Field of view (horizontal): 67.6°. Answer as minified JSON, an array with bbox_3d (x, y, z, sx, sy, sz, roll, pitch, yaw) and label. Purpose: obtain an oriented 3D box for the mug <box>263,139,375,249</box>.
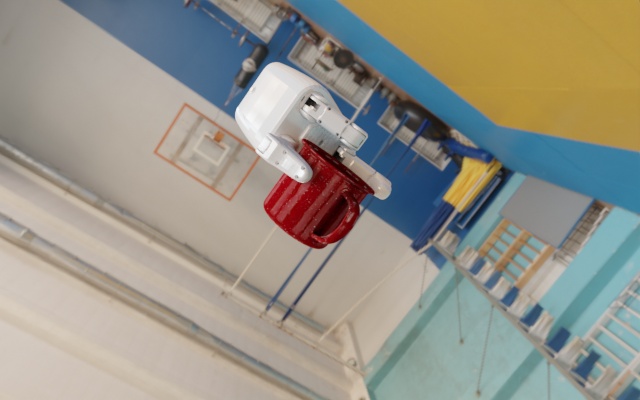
[{"bbox_3d":[0.001,0.002,0.484,0.093,0.081,0.117,30,12,-38],"label":"mug"}]
